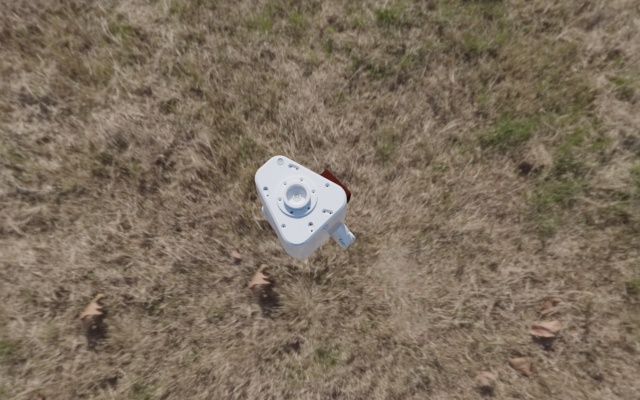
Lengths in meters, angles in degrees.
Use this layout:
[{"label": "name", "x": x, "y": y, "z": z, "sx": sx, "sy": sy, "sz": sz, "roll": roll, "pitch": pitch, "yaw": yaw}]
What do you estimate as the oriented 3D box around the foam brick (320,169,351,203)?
[{"label": "foam brick", "x": 0.000, "y": 0.002, "z": 0.701, "sx": 0.078, "sy": 0.053, "sz": 0.051, "roll": -43, "pitch": -11, "yaw": -9}]
